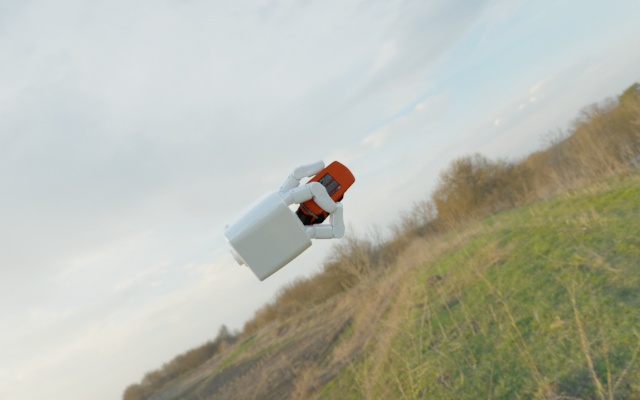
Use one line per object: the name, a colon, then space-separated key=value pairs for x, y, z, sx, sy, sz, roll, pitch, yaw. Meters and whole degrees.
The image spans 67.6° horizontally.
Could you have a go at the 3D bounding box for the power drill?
power drill: x=0.000 y=0.003 z=0.878 sx=0.184 sy=0.057 sz=0.188 roll=-44 pitch=-7 yaw=-27
